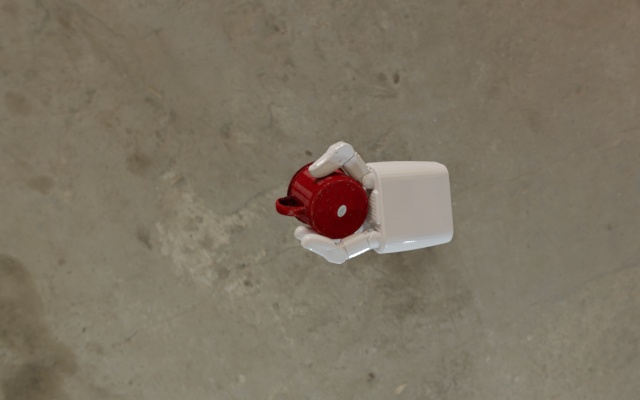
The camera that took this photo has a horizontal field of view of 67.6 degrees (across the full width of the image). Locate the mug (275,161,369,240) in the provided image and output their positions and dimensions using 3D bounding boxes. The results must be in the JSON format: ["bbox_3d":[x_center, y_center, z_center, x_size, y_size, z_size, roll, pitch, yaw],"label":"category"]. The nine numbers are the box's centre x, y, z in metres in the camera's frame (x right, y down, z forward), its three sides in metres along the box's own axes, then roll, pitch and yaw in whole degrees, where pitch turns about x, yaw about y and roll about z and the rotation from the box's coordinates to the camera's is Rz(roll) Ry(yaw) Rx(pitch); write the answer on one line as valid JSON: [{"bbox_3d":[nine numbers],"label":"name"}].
[{"bbox_3d":[-0.001,0.002,0.618,0.117,0.093,0.081,-5,17,-19],"label":"mug"}]
